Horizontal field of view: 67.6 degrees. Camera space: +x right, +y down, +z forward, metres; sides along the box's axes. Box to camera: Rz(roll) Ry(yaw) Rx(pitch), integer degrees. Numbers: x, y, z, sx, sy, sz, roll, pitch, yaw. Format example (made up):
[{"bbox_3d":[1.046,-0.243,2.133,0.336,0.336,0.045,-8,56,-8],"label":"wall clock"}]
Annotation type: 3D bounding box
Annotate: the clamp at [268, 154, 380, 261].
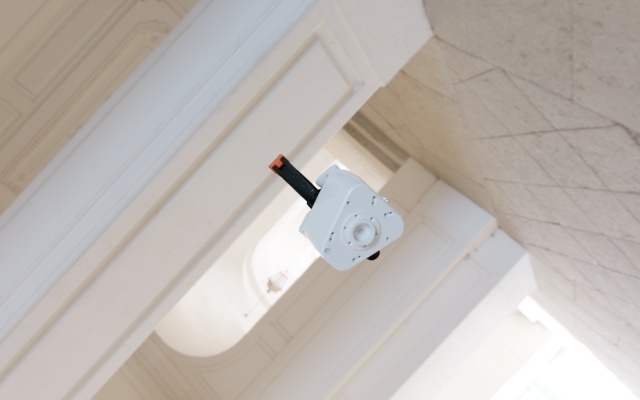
[{"bbox_3d":[-0.001,0.003,0.770,0.210,0.036,0.164,43,2,-17],"label":"clamp"}]
